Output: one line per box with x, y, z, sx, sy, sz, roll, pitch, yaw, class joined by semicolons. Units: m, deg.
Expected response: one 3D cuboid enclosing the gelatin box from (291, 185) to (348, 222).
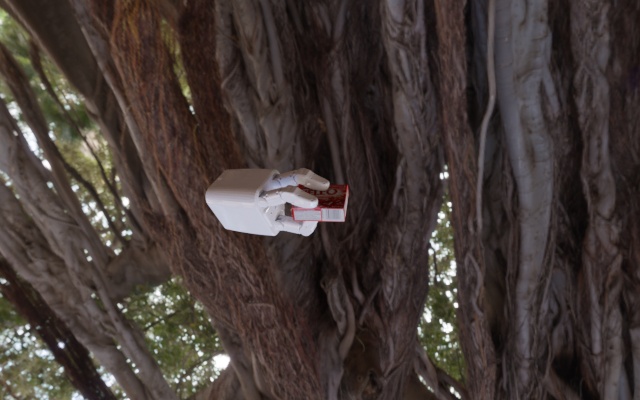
0.001;0.003;0.807;0.089;0.030;0.073;1;34;9;gelatin box
